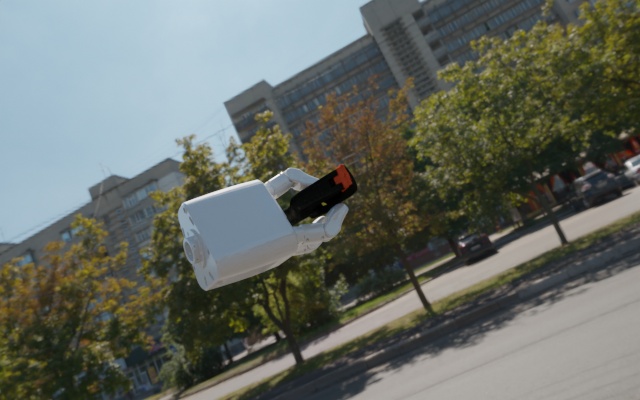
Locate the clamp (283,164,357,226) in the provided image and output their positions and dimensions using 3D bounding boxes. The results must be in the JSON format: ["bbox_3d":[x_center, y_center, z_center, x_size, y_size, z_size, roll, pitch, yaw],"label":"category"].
[{"bbox_3d":[0.000,0.001,0.660,0.164,0.036,0.210,-19,-12,-33],"label":"clamp"}]
